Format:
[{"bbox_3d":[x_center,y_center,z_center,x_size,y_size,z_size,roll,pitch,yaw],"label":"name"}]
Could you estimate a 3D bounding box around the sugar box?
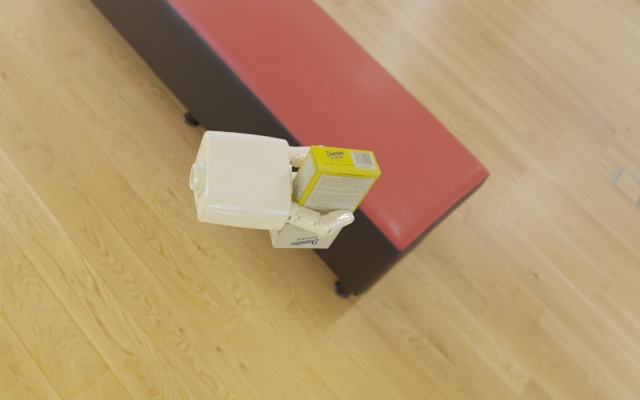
[{"bbox_3d":[0.000,0.002,0.653,0.093,0.048,0.176,3,-36,-27],"label":"sugar box"}]
